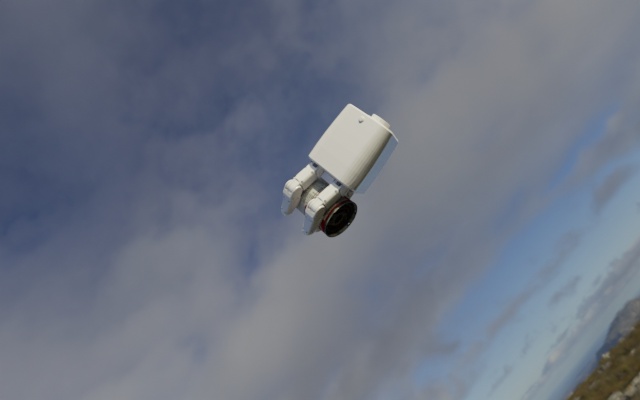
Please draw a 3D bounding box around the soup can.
[{"bbox_3d":[0.000,0.003,0.771,0.102,0.068,0.068,40,23,31],"label":"soup can"}]
